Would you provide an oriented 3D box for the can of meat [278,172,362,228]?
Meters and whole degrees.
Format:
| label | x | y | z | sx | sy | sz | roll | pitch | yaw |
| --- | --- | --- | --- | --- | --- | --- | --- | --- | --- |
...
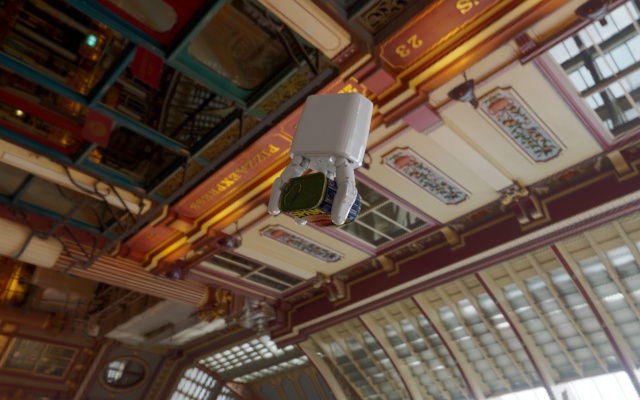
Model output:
| label | x | y | z | sx | sy | sz | roll | pitch | yaw |
| --- | --- | --- | --- | --- | --- | --- | --- | --- | --- |
| can of meat | 0.000 | 0.003 | 0.733 | 0.084 | 0.057 | 0.102 | 26 | -23 | -37 |
